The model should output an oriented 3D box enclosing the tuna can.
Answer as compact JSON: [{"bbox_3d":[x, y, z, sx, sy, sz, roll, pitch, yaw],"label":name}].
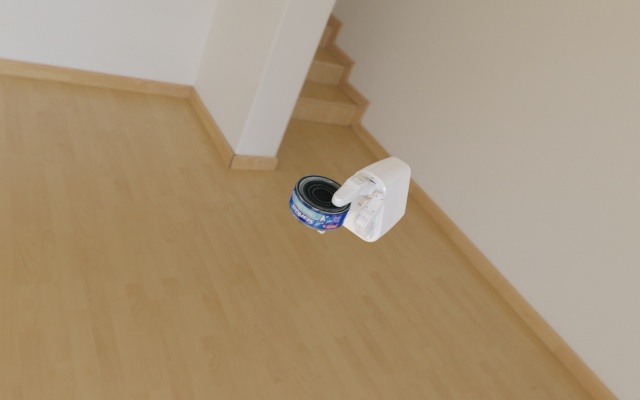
[{"bbox_3d":[0.000,0.002,0.679,0.086,0.034,0.086,15,37,-11],"label":"tuna can"}]
